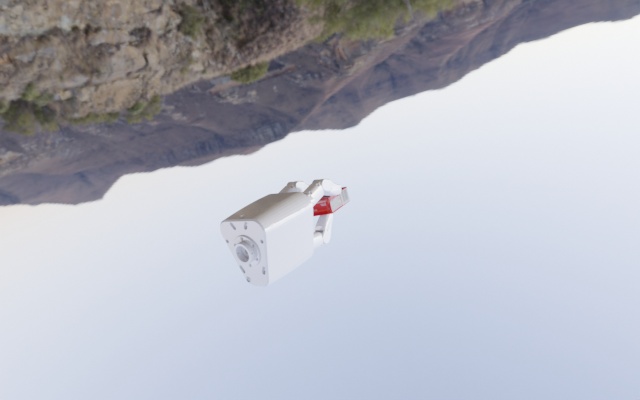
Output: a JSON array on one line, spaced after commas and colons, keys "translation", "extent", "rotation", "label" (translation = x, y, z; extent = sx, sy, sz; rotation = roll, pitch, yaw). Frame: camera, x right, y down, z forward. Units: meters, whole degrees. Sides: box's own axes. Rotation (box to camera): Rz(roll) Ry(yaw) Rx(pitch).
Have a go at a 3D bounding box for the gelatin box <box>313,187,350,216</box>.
[{"translation": [0.000, 0.003, 0.820], "extent": [0.073, 0.030, 0.089], "rotation": [-8, 11, 26], "label": "gelatin box"}]
